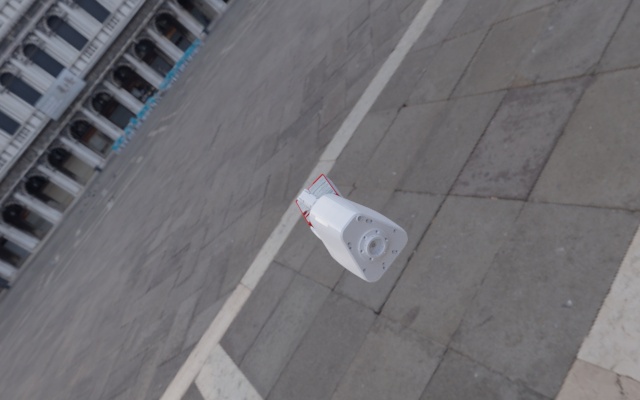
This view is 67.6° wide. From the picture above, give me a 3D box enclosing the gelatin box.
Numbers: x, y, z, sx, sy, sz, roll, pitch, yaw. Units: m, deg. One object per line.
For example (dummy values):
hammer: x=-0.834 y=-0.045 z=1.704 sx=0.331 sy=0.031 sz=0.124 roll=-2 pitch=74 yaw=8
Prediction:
gelatin box: x=0.000 y=0.002 z=0.839 sx=0.030 sy=0.073 sz=0.089 roll=39 pitch=9 yaw=-32
